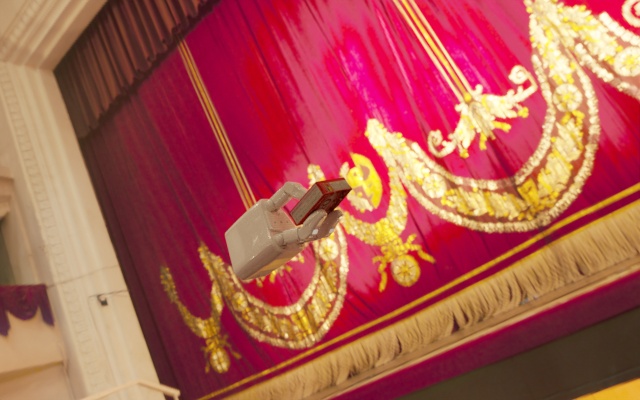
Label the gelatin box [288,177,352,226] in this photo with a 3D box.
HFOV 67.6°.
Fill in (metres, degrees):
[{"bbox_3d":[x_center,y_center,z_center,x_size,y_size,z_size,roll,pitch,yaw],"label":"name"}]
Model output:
[{"bbox_3d":[0.000,0.002,0.791,0.073,0.030,0.089,-11,-30,-48],"label":"gelatin box"}]
